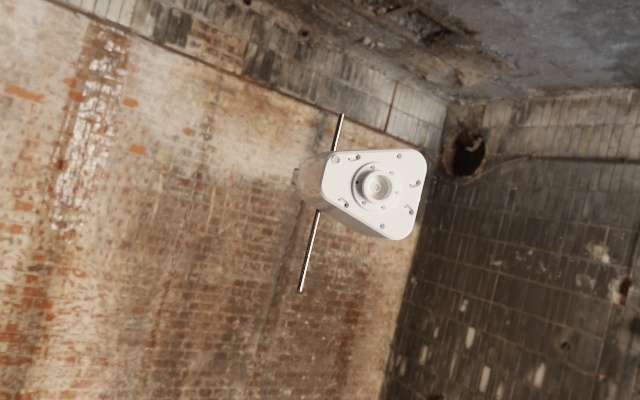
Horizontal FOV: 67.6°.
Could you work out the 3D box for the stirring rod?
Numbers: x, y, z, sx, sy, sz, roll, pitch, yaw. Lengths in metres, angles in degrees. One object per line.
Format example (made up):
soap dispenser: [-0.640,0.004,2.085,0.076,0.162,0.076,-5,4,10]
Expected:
stirring rod: [0.000,0.002,0.634,0.011,0.239,0.011,14,-1,0]
